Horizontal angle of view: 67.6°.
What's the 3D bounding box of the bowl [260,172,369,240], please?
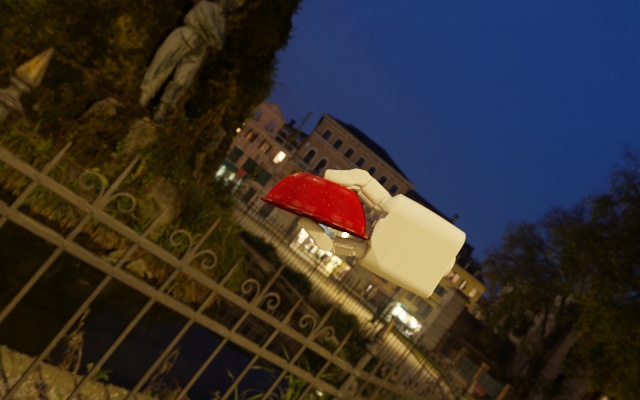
[{"bbox_3d":[-0.001,0.001,0.666,0.162,0.055,0.162,20,-5,2],"label":"bowl"}]
